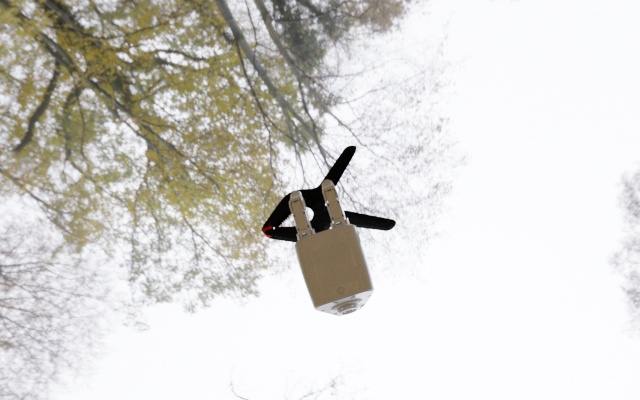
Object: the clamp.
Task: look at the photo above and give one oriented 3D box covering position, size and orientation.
[{"bbox_3d":[0.000,0.003,0.790,0.210,0.164,0.036,-18,-25,1],"label":"clamp"}]
